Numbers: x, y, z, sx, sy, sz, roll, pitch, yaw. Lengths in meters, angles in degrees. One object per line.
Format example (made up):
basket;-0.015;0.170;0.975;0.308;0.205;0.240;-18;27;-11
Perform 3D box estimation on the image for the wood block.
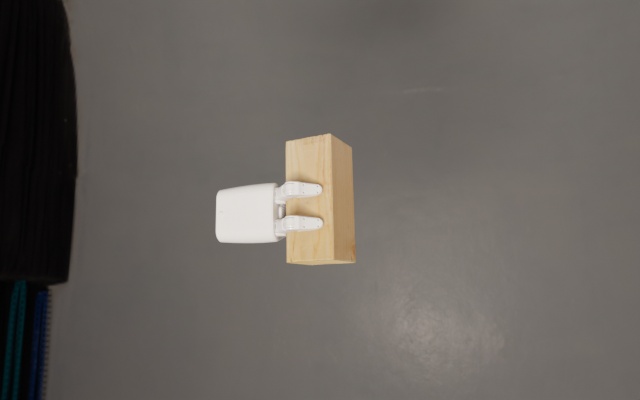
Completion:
wood block;0.000;0.003;0.815;0.090;0.206;0.091;-7;-12;26
